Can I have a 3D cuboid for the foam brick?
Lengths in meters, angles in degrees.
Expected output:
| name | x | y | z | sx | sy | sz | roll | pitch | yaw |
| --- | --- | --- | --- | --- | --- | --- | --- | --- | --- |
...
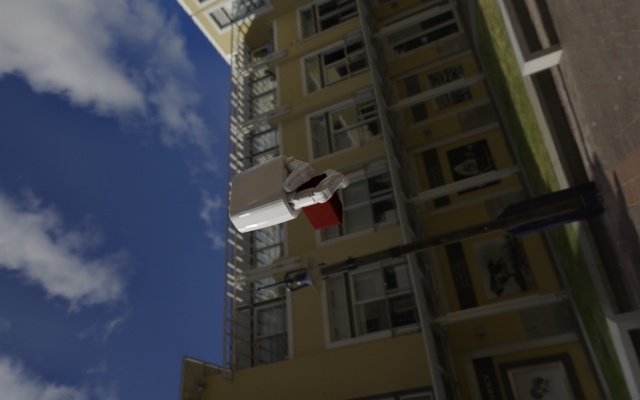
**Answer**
| name | x | y | z | sx | sy | sz | roll | pitch | yaw |
| --- | --- | --- | --- | --- | --- | --- | --- | --- | --- |
| foam brick | 0.000 | 0.003 | 0.823 | 0.051 | 0.078 | 0.053 | -19 | 32 | 17 |
